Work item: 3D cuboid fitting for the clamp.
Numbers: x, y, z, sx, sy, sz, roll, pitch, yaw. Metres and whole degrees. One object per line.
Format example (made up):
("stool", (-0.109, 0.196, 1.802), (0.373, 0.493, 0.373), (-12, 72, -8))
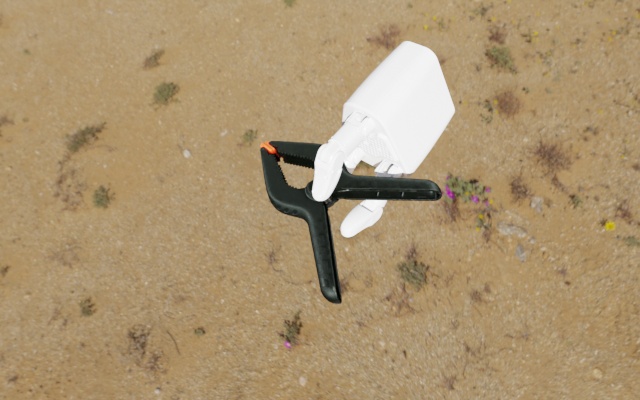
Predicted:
("clamp", (0.000, 0.001, 0.521), (0.210, 0.164, 0.036), (31, -19, 28))
